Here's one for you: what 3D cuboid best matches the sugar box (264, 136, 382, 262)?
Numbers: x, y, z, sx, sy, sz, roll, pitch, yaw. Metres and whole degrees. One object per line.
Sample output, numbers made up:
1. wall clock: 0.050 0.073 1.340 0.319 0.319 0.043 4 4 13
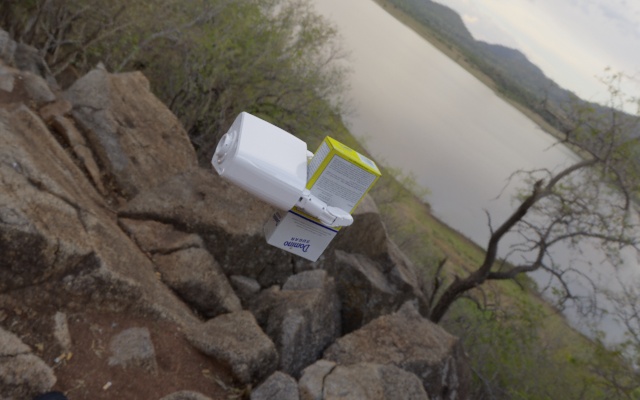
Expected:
1. sugar box: 0.000 0.002 0.705 0.093 0.176 0.048 26 24 -29
